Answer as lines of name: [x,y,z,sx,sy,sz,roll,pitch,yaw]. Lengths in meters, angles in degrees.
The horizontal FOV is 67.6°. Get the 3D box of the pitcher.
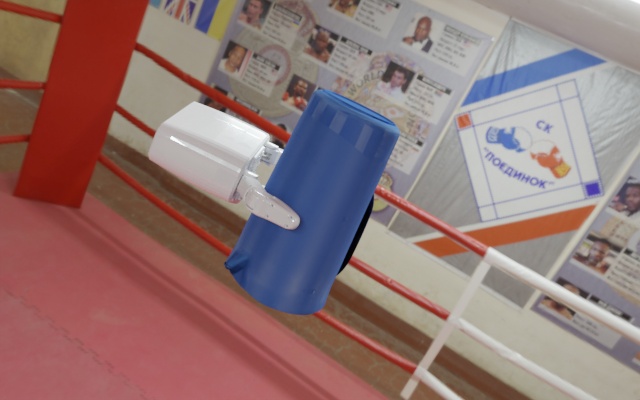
pitcher: [0.000,0.002,0.569,0.145,0.243,0.149,26,16,-1]
